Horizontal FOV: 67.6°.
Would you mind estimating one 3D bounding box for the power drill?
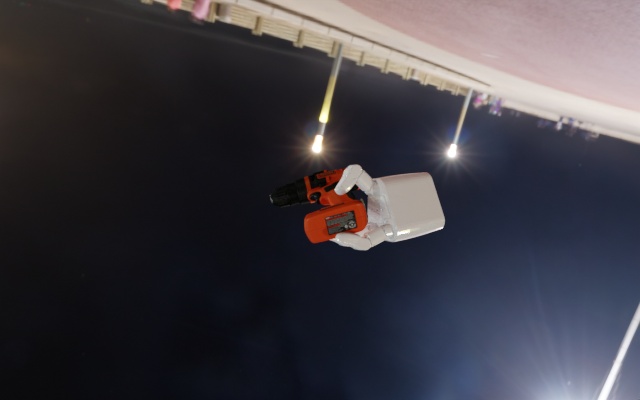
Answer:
[{"bbox_3d":[0.000,0.003,0.864,0.184,0.057,0.187,-16,27,0],"label":"power drill"}]
